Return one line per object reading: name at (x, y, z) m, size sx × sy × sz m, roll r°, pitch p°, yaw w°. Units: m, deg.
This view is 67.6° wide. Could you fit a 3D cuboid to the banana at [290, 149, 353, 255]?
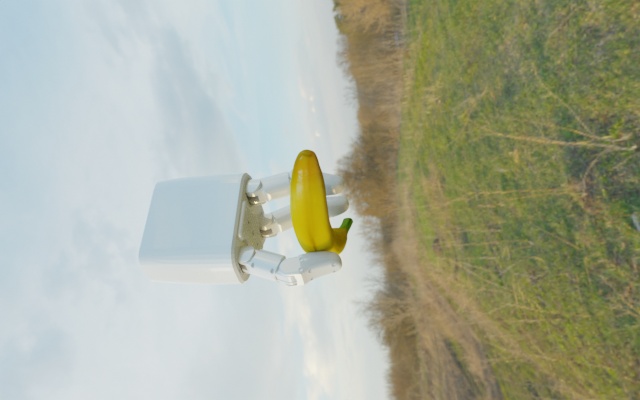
banana at (-0.002, 0.020, 0.478) m, size 0.037 × 0.069 × 0.198 m, roll 4°, pitch -19°, yaw 14°
